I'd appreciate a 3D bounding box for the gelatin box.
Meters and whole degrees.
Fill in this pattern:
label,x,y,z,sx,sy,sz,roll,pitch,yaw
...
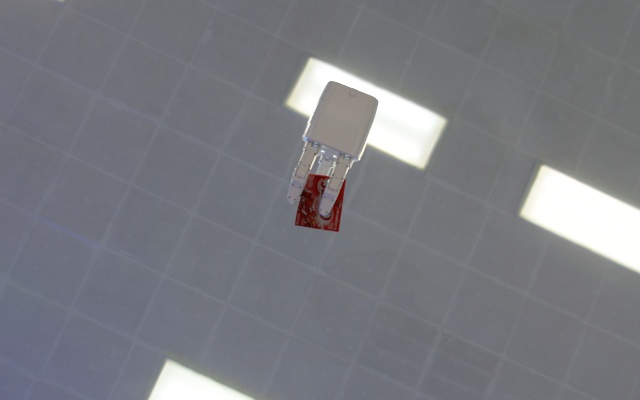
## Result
label,x,y,z,sx,sy,sz,roll,pitch,yaw
gelatin box,0.000,0.003,0.784,0.073,0.089,0.030,9,1,-1
